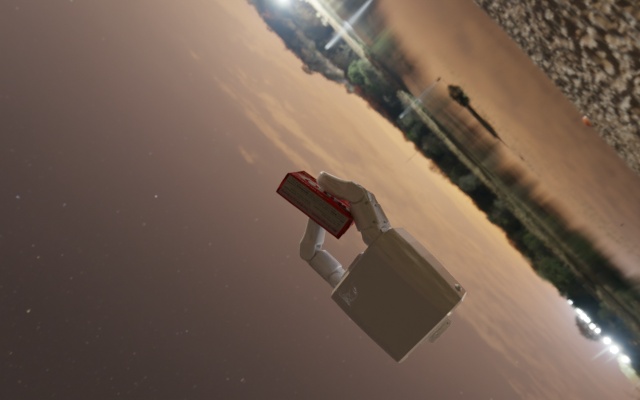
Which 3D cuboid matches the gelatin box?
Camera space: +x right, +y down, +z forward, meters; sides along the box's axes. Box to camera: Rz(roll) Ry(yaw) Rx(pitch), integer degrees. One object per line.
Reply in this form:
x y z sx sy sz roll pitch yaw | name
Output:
0.000 0.002 0.547 0.089 0.030 0.073 36 11 6 | gelatin box
